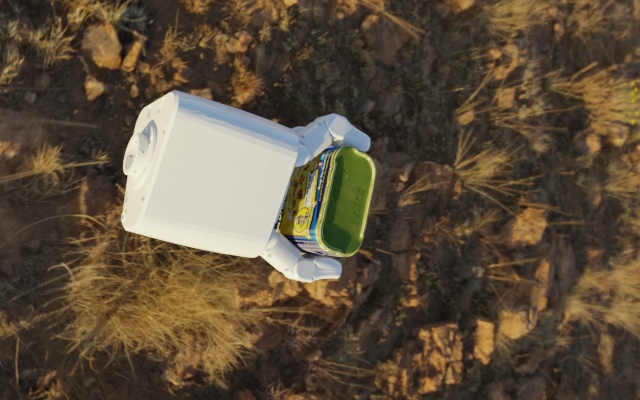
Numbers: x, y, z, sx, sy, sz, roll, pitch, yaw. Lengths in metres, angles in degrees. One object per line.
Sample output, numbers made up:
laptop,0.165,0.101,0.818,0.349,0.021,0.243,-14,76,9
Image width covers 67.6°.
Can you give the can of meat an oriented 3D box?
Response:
can of meat,0.000,0.002,0.448,0.057,0.102,0.084,20,-14,-35
